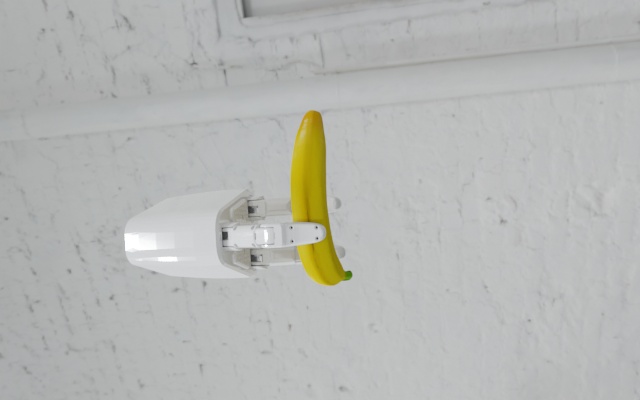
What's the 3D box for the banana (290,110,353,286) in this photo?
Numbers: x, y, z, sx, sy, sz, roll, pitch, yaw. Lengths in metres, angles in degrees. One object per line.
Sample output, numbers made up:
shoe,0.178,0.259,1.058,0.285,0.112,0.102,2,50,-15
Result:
banana,-0.004,0.013,0.481,0.037,0.198,0.069,-2,24,19
